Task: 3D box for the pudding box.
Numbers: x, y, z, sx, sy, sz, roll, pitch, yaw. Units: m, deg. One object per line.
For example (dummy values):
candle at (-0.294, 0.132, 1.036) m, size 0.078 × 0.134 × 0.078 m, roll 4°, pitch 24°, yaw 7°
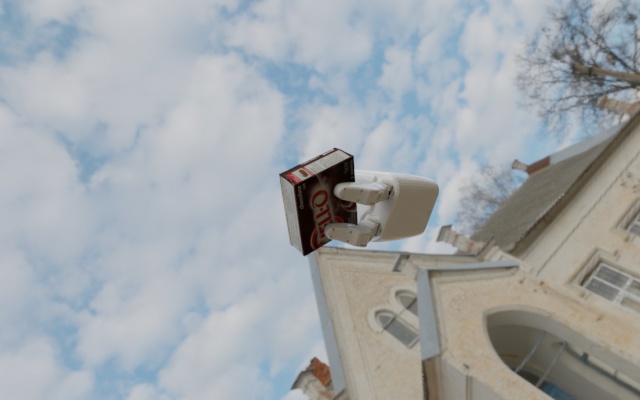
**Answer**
pudding box at (0.000, 0.002, 0.594) m, size 0.090 × 0.114 × 0.039 m, roll -29°, pitch 40°, yaw -27°
